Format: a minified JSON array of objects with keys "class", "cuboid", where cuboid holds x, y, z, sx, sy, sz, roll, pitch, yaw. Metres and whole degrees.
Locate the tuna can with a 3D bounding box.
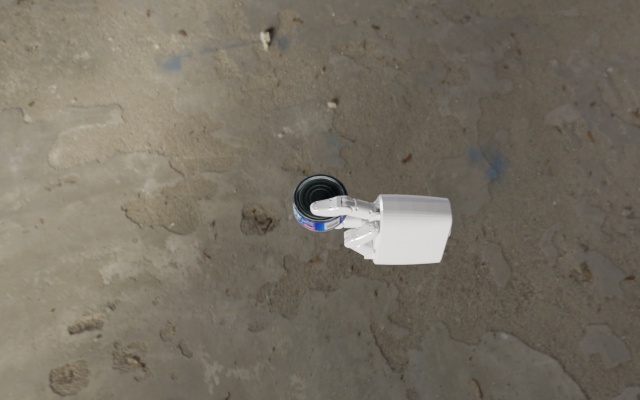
[{"class":"tuna can","cuboid":[0.000,0.002,0.728,0.086,0.086,0.034,0,-29,1]}]
